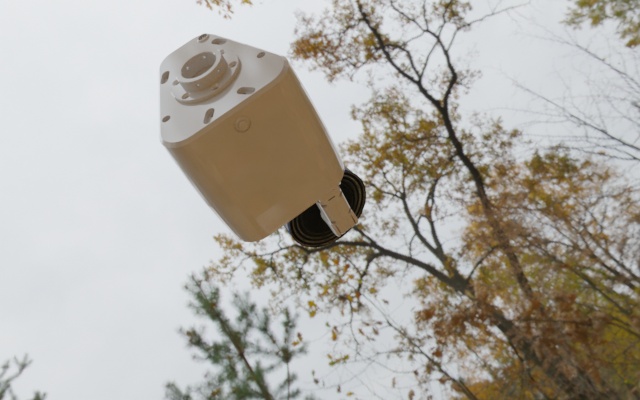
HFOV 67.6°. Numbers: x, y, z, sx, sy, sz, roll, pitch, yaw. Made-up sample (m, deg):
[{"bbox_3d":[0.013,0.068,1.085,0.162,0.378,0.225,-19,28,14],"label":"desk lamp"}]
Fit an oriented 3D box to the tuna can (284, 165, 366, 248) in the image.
[{"bbox_3d":[0.000,0.001,0.463,0.086,0.086,0.033,0,31,-37],"label":"tuna can"}]
